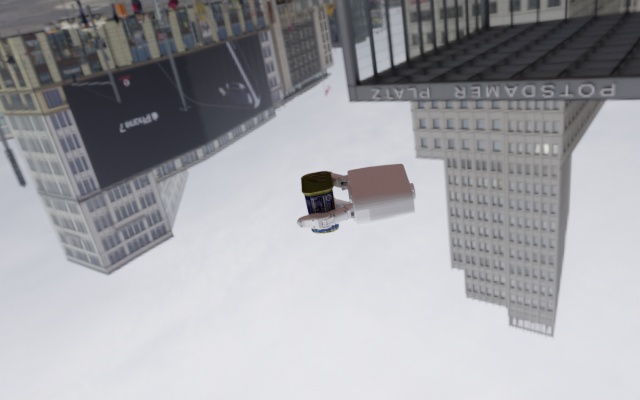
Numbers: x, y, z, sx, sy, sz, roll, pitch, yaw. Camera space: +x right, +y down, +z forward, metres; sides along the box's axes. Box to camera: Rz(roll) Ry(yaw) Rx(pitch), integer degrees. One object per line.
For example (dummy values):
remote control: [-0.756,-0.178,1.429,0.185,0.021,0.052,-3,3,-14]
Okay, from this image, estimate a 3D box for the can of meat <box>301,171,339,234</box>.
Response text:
can of meat: [0.000,0.003,0.874,0.057,0.084,0.102,-11,23,1]
